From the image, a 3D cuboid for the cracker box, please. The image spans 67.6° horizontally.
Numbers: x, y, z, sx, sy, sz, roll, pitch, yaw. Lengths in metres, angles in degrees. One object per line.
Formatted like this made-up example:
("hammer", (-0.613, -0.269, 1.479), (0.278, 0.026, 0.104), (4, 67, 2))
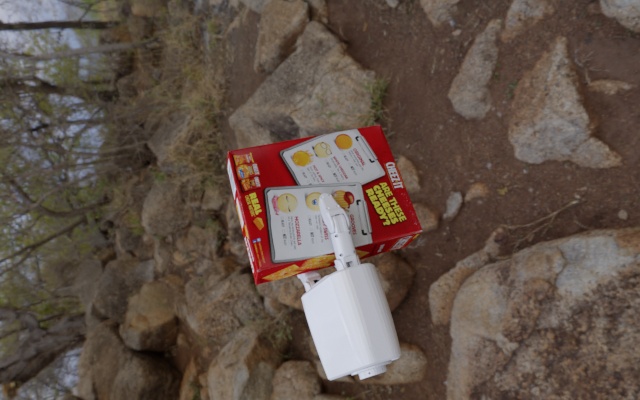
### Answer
("cracker box", (0.000, 0.002, 0.625), (0.213, 0.164, 0.072), (-12, -21, -15))
